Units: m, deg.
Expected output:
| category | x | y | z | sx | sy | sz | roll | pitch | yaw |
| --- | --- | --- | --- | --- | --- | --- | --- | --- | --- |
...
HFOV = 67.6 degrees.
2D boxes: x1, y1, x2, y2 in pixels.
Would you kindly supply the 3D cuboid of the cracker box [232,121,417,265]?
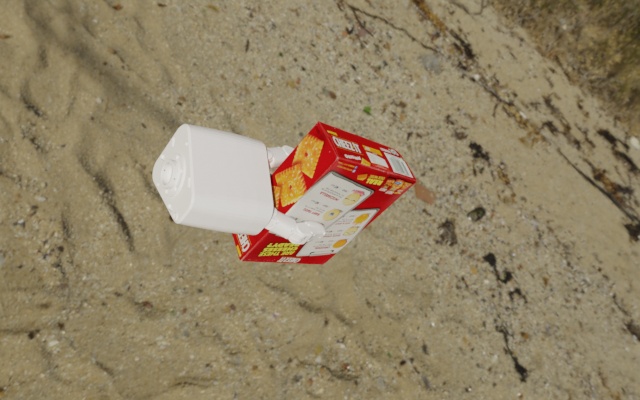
| category | x | y | z | sx | sy | sz | roll | pitch | yaw |
| --- | --- | --- | --- | --- | --- | --- | --- | --- | --- |
| cracker box | 0.000 | 0.002 | 0.662 | 0.164 | 0.072 | 0.214 | 10 | -45 | -44 |
